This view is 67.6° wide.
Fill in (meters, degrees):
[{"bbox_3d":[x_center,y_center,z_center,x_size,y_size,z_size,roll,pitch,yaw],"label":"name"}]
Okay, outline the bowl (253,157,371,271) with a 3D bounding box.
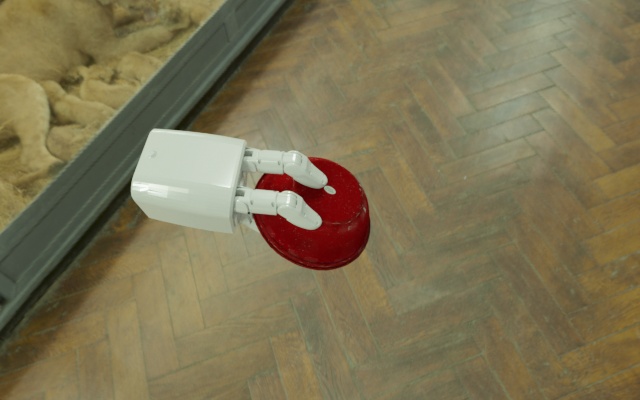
[{"bbox_3d":[0.001,0.002,0.591,0.162,0.162,0.055,0,-31,-25],"label":"bowl"}]
